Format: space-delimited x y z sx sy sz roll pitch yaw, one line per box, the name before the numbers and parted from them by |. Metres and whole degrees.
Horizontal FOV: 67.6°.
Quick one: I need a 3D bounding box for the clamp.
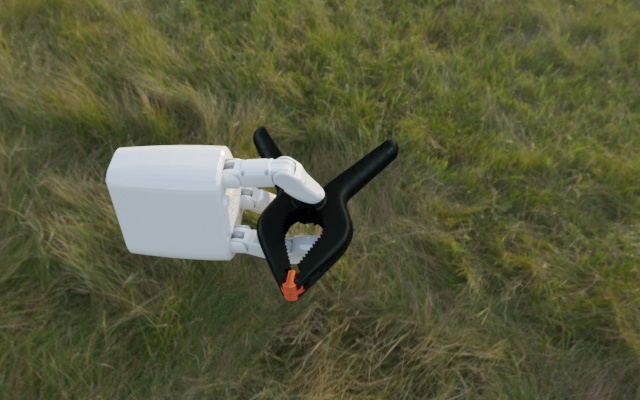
clamp | 0.000 0.002 0.487 0.164 0.209 0.036 0 -38 5
